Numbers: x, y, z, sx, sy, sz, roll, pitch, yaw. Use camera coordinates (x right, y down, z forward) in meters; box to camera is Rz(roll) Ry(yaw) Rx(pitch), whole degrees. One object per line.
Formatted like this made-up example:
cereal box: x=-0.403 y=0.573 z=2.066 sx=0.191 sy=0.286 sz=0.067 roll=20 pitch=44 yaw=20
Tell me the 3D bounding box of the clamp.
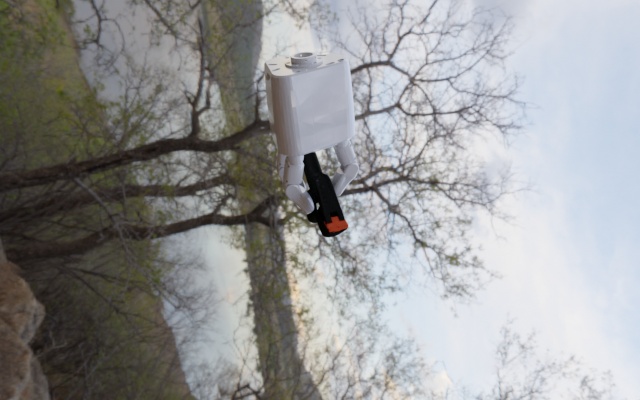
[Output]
clamp: x=0.001 y=0.002 z=0.715 sx=0.036 sy=0.165 sz=0.210 roll=-13 pitch=32 yaw=-8
